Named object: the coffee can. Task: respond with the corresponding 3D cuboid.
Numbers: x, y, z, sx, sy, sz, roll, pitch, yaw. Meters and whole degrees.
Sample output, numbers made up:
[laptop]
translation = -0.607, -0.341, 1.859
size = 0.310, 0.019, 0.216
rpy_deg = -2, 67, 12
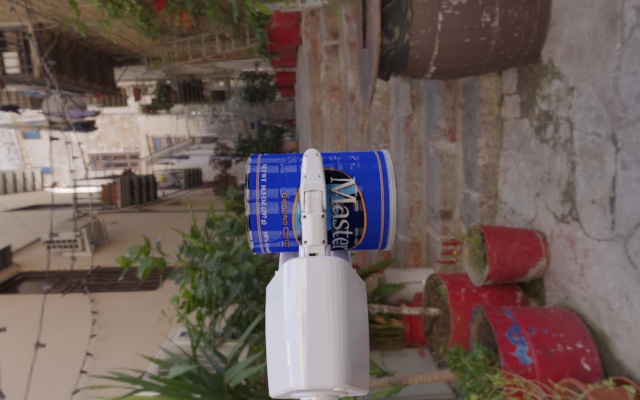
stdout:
[coffee can]
translation = 0.000, 0.001, 0.487
size = 0.140, 0.103, 0.103
rpy_deg = -2, 0, -1
